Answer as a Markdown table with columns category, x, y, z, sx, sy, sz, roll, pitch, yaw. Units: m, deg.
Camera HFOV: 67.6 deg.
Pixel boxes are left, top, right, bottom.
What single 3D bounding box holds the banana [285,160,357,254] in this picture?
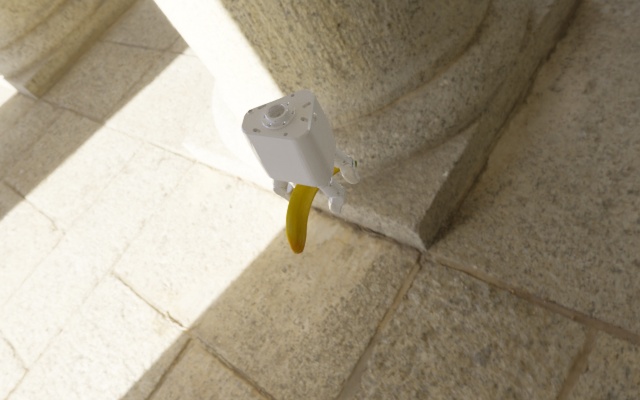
| category | x | y | z | sx | sy | sz | roll | pitch | yaw |
| --- | --- | --- | --- | --- | --- | --- | --- | --- | --- |
| banana | -0.014 | -0.007 | 0.782 | 0.069 | 0.197 | 0.037 | 23 | -25 | 22 |
